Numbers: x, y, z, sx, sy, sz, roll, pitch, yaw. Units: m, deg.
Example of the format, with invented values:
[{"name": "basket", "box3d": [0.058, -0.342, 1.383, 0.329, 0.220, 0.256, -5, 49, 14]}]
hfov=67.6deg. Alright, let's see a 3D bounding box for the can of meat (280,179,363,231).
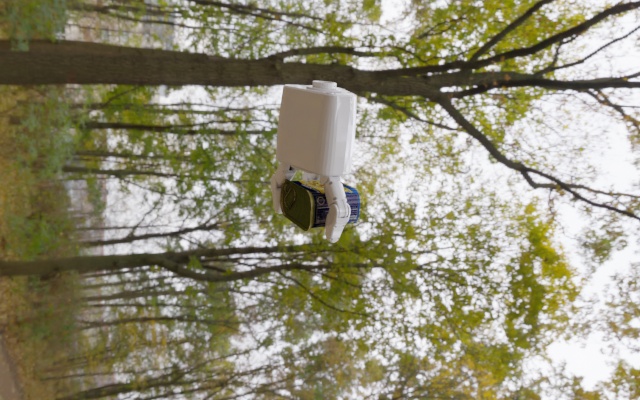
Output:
[{"name": "can of meat", "box3d": [0.000, 0.002, 0.690, 0.084, 0.057, 0.102, -5, 17, -28]}]
